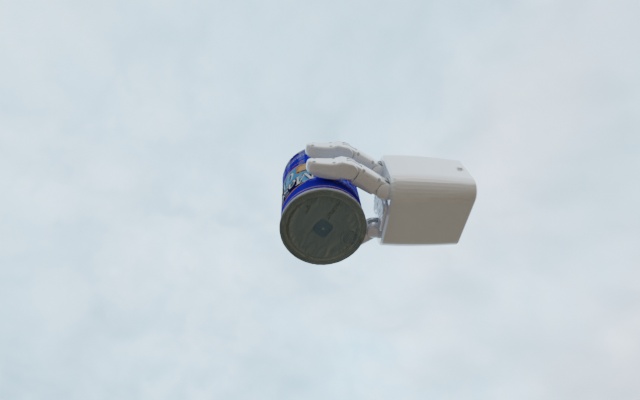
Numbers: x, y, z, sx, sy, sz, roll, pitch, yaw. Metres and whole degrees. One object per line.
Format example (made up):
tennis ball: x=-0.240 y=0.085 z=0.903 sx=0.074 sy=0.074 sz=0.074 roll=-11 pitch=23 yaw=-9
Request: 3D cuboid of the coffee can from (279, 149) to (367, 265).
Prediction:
coffee can: x=0.000 y=0.002 z=0.618 sx=0.103 sy=0.103 sz=0.140 roll=0 pitch=27 yaw=-3
